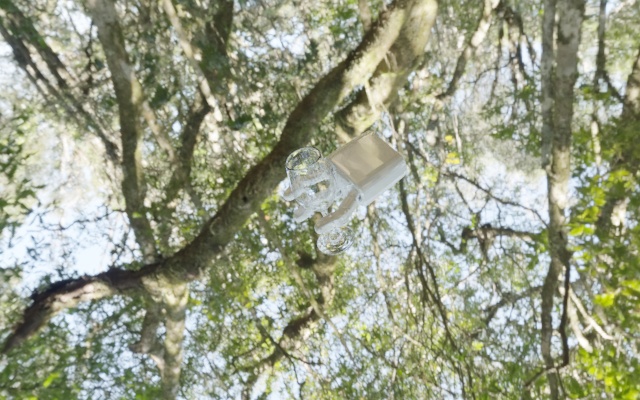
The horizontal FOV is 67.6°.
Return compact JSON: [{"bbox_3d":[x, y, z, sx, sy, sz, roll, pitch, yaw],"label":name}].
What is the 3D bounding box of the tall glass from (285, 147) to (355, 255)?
[{"bbox_3d":[0.000,0.003,0.837,0.079,0.201,0.079,-13,40,11],"label":"tall glass"}]
